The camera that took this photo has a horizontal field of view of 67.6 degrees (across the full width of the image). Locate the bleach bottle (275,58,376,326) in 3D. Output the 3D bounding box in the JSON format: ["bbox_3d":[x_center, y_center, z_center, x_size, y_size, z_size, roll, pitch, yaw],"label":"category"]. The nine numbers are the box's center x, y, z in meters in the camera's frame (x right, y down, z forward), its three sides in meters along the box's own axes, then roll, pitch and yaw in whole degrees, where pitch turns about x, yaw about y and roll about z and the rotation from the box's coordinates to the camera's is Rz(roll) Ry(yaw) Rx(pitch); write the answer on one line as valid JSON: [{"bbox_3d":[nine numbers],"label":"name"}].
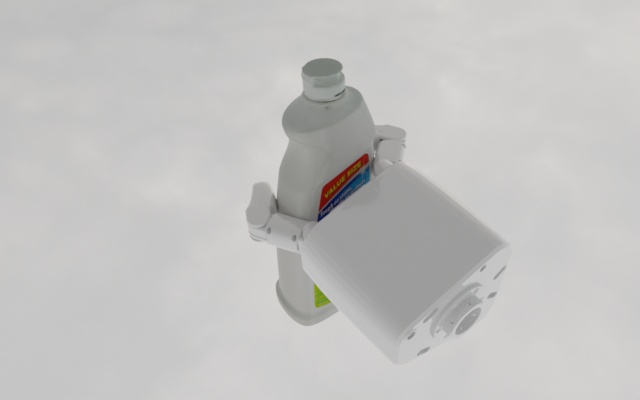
[{"bbox_3d":[0.000,0.001,0.417,0.102,0.251,0.068,-27,48,-23],"label":"bleach bottle"}]
